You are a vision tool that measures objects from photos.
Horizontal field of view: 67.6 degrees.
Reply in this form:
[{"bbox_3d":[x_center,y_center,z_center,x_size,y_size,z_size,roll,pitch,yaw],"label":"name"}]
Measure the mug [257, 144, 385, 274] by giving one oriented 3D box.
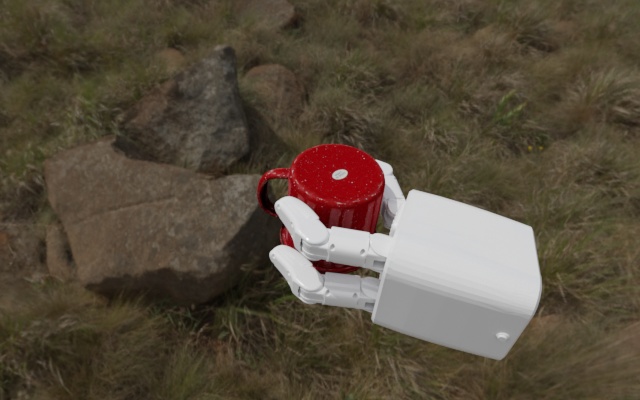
[{"bbox_3d":[-0.001,0.001,0.425,0.117,0.082,0.093,15,44,9],"label":"mug"}]
